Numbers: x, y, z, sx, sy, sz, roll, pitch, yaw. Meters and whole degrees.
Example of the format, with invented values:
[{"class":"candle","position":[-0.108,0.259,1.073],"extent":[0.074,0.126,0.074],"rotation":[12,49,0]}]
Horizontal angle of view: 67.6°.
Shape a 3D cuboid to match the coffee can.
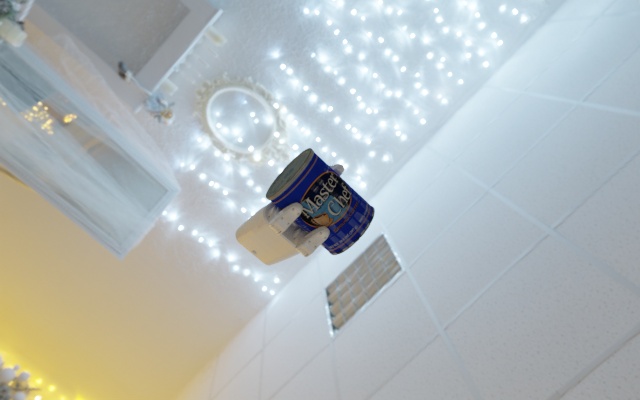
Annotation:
[{"class":"coffee can","position":[0.000,0.002,0.745],"extent":[0.140,0.103,0.103],"rotation":[42,-13,-15]}]
